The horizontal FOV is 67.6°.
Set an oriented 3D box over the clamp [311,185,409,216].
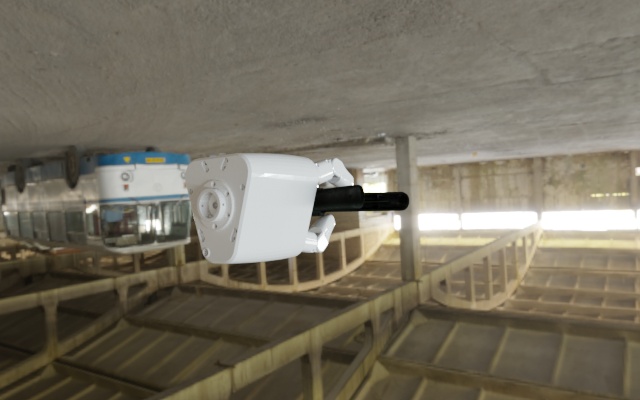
[{"bbox_3d":[0.000,0.003,0.606,0.210,0.036,0.164,-3,-4,34],"label":"clamp"}]
